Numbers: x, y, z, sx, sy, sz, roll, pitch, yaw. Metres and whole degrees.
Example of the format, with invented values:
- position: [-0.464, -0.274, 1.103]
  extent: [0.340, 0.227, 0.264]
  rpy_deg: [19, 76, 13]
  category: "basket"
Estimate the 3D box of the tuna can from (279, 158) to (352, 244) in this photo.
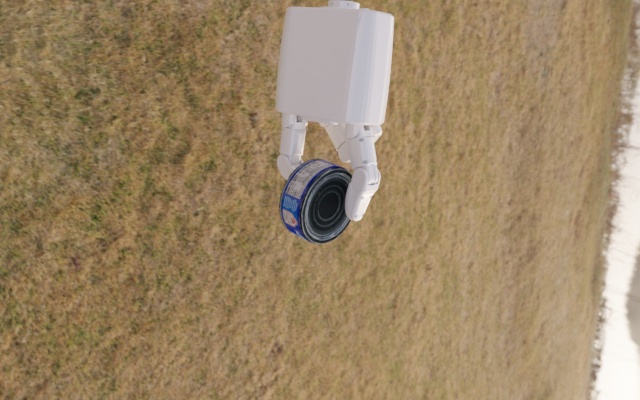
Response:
- position: [0.000, 0.002, 0.499]
  extent: [0.086, 0.086, 0.033]
  rpy_deg: [0, 18, -46]
  category: "tuna can"
